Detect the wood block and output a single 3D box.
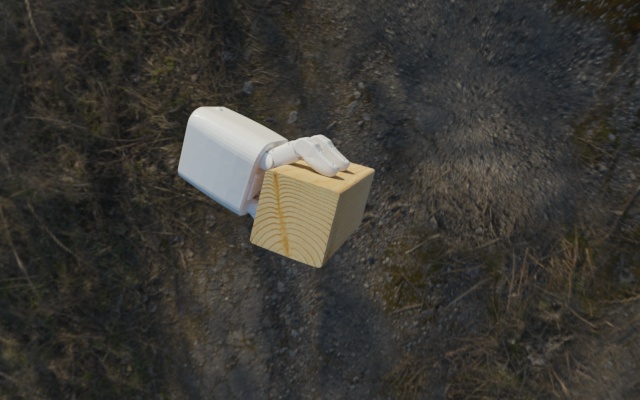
[{"bbox_3d":[0.000,0.002,0.617,0.090,0.091,0.206,18,15,13],"label":"wood block"}]
